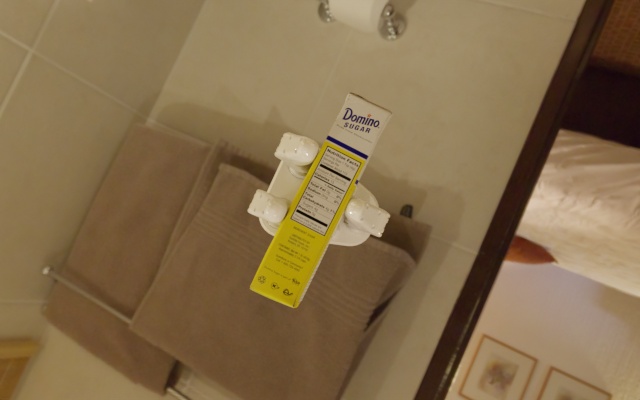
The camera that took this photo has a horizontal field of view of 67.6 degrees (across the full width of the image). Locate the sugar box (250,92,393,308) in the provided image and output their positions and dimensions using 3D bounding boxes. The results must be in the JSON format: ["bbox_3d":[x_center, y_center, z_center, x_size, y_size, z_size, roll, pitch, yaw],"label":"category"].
[{"bbox_3d":[0.000,0.001,0.418,0.048,0.176,0.093,24,-4,0],"label":"sugar box"}]
